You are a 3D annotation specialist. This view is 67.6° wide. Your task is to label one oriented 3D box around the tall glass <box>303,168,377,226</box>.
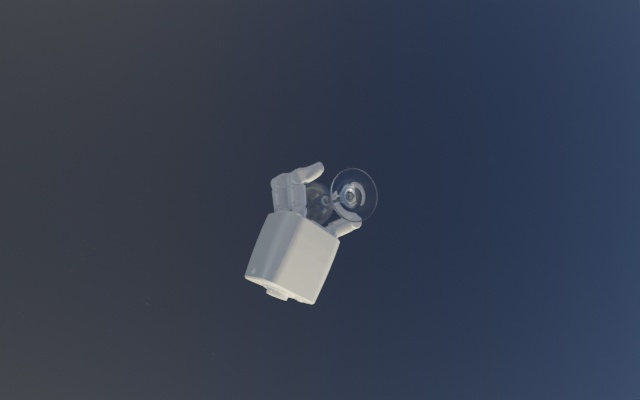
[{"bbox_3d":[0.001,0.002,0.734,0.079,0.079,0.201,0,-5,-28],"label":"tall glass"}]
